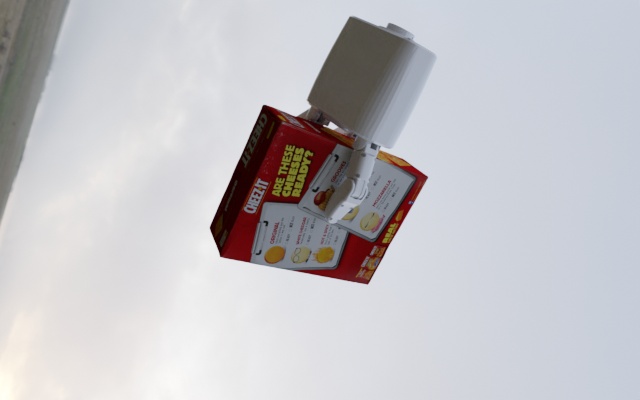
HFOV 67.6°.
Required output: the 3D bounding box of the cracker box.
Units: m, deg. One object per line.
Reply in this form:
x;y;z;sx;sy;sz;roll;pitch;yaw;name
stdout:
0.000;0.002;0.567;0.214;0.164;0.072;16;19;-33;cracker box
